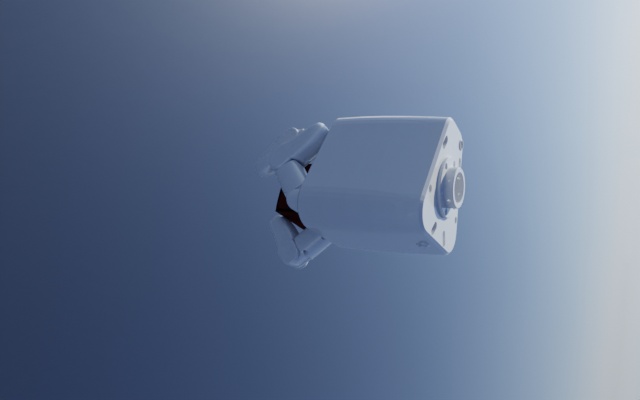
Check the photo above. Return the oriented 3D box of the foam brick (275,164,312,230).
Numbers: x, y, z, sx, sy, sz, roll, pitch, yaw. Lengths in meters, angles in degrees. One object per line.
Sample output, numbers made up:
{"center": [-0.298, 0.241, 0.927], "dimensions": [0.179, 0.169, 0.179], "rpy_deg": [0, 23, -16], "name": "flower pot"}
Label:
{"center": [0.000, 0.002, 0.488], "dimensions": [0.051, 0.053, 0.078], "rpy_deg": [2, -20, 32], "name": "foam brick"}
